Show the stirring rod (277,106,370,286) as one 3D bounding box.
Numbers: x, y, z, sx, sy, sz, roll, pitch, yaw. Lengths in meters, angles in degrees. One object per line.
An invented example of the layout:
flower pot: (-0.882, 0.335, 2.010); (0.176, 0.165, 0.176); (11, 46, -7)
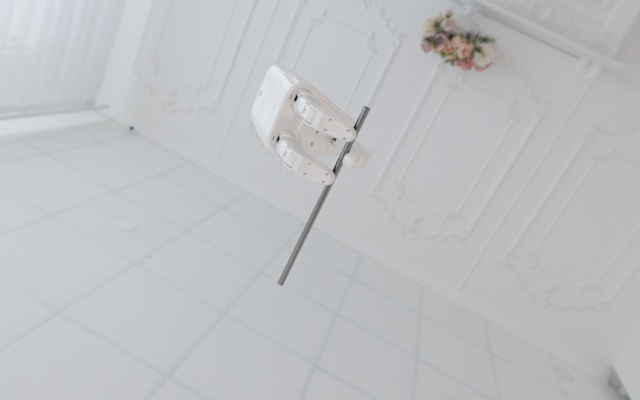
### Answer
stirring rod: (0.000, 0.002, 0.553); (0.011, 0.239, 0.011); (23, 20, -9)
